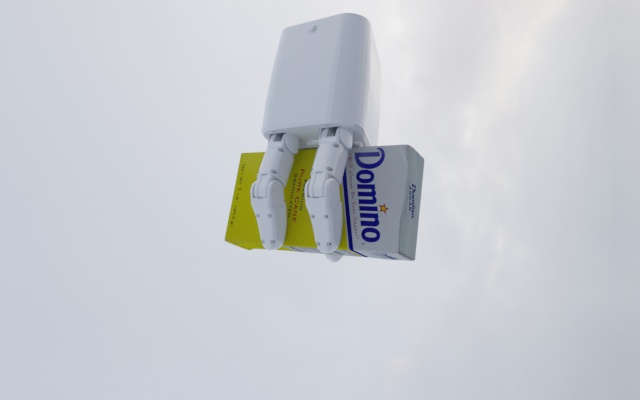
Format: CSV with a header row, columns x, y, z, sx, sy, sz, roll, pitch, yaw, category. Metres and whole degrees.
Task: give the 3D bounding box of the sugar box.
x,y,z,sx,sy,sz,roll,pitch,yaw,category
0.000,0.001,0.432,0.176,0.093,0.048,-1,-16,32,sugar box
